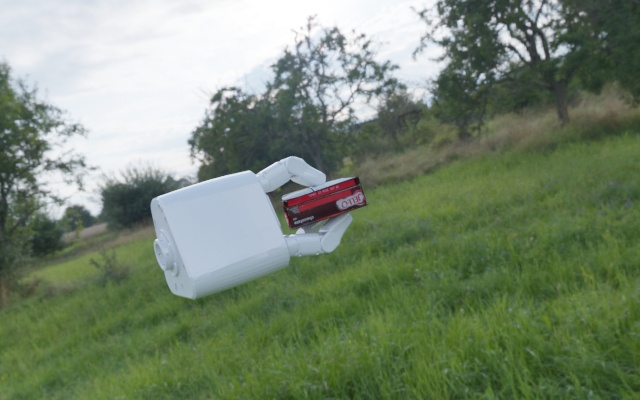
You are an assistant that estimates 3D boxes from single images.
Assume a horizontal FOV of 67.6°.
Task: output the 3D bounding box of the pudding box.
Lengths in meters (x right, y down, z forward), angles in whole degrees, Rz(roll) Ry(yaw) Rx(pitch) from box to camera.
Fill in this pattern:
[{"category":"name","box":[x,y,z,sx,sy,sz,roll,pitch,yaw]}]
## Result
[{"category":"pudding box","box":[0.000,0.002,0.566,0.090,0.039,0.113,-17,5,-5]}]
